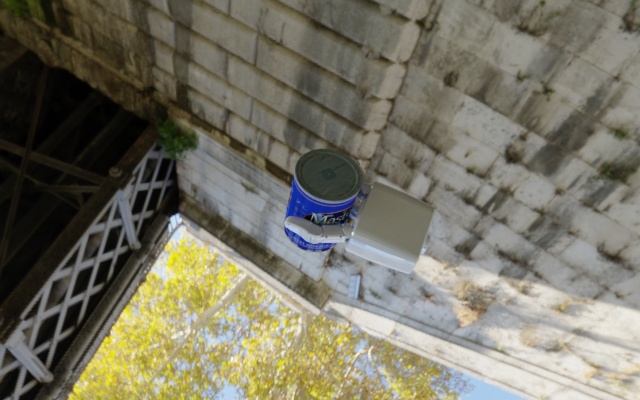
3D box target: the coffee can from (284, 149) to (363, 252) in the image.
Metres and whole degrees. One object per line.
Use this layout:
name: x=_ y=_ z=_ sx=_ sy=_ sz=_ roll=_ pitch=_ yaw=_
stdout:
coffee can: x=0.000 y=0.002 z=0.759 sx=0.103 sy=0.102 sz=0.140 roll=0 pitch=-37 yaw=-13
